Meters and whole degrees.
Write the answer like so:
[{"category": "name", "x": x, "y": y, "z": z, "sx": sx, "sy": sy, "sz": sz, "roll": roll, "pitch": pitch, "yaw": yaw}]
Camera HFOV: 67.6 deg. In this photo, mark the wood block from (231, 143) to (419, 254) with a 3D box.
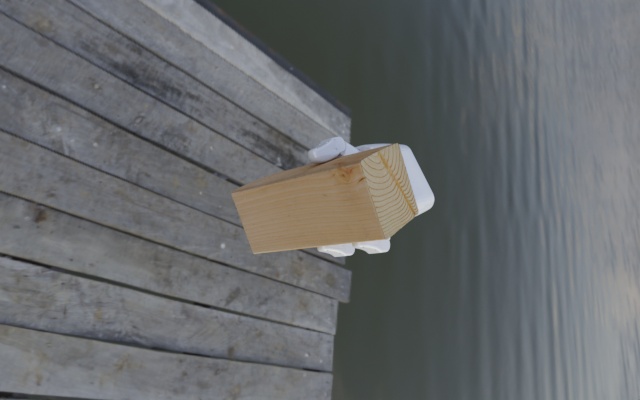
[{"category": "wood block", "x": 0.000, "y": 0.001, "z": 0.589, "sx": 0.206, "sy": 0.091, "sz": 0.090, "roll": -11, "pitch": 12, "yaw": 39}]
